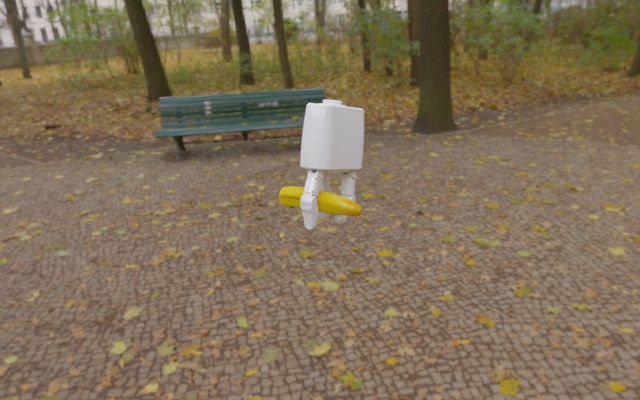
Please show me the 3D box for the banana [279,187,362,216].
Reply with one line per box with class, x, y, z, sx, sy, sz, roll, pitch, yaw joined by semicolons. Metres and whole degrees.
banana;-0.016;-0.001;0.832;0.069;0.037;0.198;14;-4;-40
